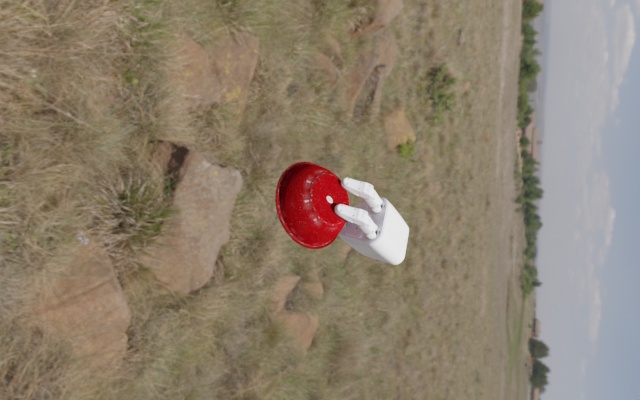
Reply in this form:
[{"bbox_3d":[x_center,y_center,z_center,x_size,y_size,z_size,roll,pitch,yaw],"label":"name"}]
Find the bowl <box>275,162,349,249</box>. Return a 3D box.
[{"bbox_3d":[-0.001,0.002,0.842,0.162,0.162,0.055,0,-12,-42],"label":"bowl"}]
